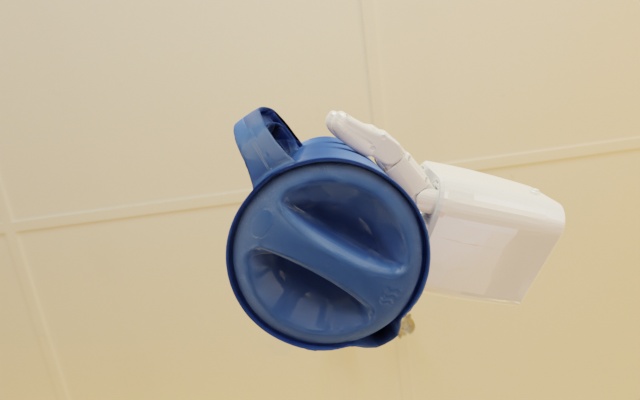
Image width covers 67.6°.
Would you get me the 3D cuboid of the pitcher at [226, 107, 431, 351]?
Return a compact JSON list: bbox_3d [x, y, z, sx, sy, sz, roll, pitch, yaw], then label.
[{"bbox_3d":[0.000,0.001,0.416,0.145,0.149,0.242,11,14,-3],"label":"pitcher"}]
